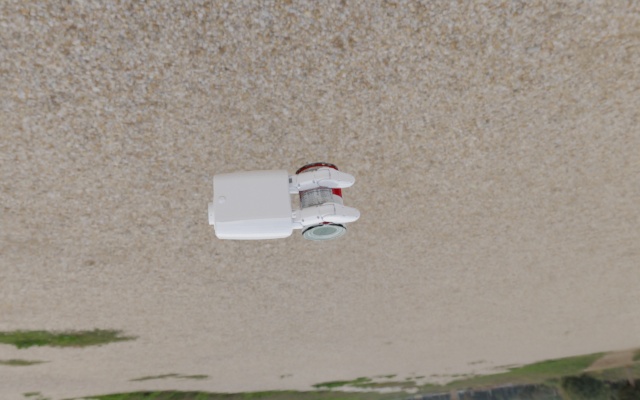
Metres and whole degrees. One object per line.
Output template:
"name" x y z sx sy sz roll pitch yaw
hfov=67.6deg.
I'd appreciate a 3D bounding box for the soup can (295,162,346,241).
"soup can" 0.001 0.003 0.722 0.068 0.102 0.068 -6 -23 -3
